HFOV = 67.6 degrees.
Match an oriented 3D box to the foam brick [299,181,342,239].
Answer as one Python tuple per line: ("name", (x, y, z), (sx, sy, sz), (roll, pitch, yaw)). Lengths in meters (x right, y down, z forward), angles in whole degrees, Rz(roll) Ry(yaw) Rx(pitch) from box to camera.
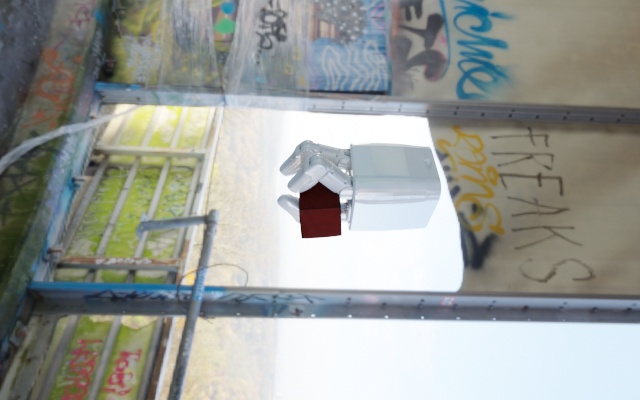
("foam brick", (0.000, 0.002, 0.600), (0.051, 0.053, 0.078), (-2, 45, 1))
